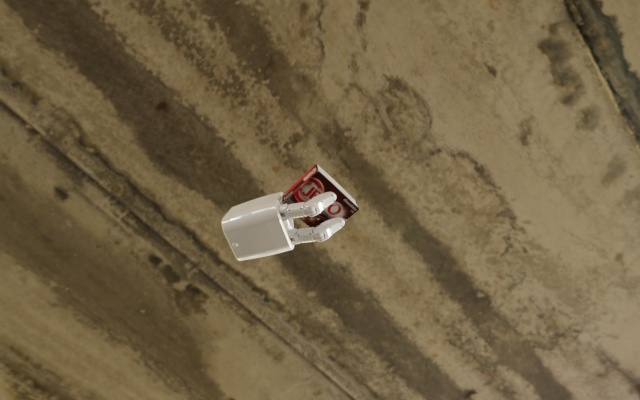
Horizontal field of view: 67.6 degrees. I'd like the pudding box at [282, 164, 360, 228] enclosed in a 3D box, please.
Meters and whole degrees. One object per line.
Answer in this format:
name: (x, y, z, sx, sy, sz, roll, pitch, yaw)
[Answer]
pudding box: (0.000, 0.003, 0.863, 0.113, 0.090, 0.039, 41, 18, -24)
